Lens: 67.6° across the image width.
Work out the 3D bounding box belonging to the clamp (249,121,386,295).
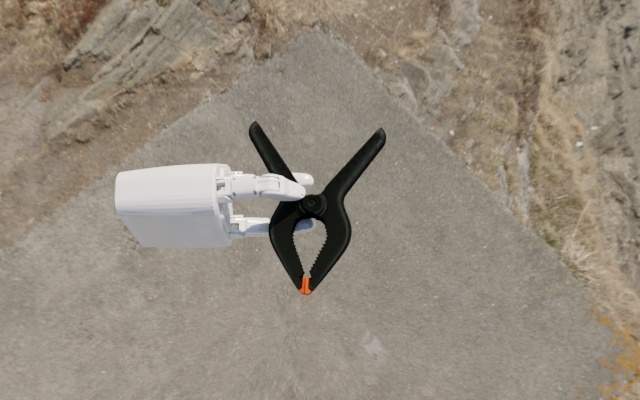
[{"bbox_3d":[0.000,0.002,0.553,0.164,0.210,0.036,-3,-14,2],"label":"clamp"}]
